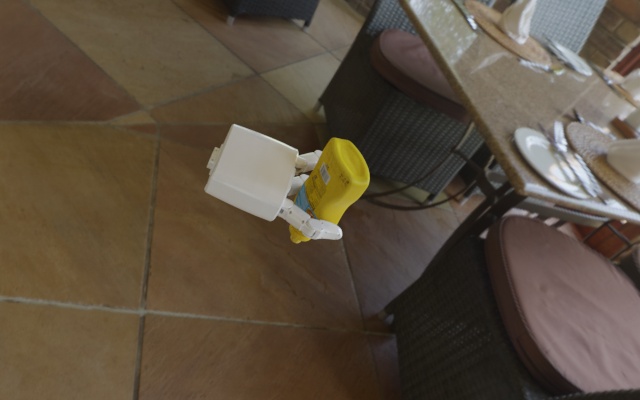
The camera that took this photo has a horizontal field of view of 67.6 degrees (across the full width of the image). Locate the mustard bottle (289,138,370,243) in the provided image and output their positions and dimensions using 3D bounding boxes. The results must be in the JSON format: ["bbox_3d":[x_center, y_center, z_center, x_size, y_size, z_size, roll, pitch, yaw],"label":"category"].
[{"bbox_3d":[0.001,0.002,0.736,0.058,0.096,0.192,5,-43,-33],"label":"mustard bottle"}]
